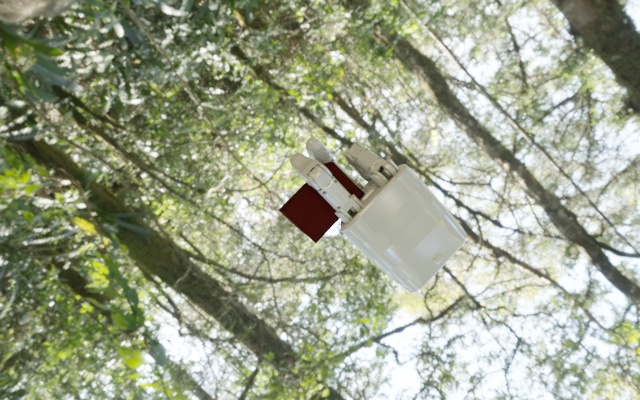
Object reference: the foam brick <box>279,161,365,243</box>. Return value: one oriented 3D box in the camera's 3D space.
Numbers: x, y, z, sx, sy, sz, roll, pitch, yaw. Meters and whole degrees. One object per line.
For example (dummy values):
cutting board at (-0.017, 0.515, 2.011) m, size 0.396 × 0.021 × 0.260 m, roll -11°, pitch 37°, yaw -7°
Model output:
foam brick at (0.000, 0.002, 0.531) m, size 0.051 × 0.078 × 0.053 m, roll 45°, pitch -5°, yaw -8°
